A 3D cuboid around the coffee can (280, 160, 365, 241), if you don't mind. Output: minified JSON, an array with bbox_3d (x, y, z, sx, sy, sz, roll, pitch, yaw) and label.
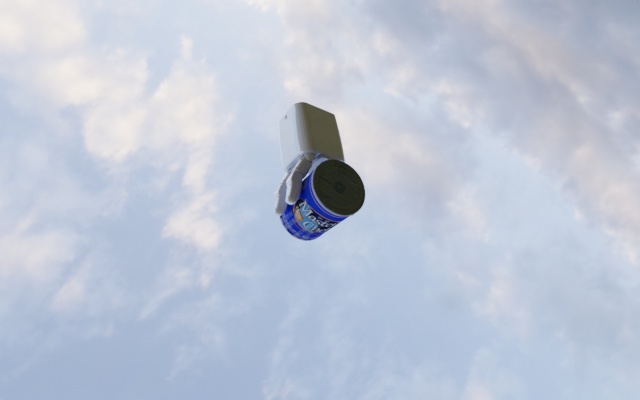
[{"bbox_3d":[0.000,0.003,0.856,0.103,0.102,0.140,0,-22,-30],"label":"coffee can"}]
